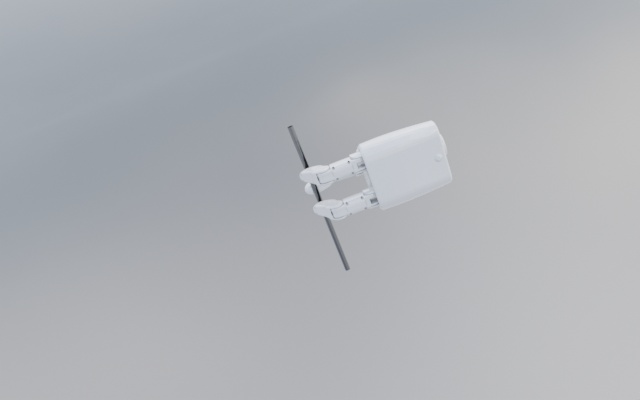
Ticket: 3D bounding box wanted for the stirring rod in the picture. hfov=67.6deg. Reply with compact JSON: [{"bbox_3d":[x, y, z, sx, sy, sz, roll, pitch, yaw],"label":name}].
[{"bbox_3d":[0.000,0.002,0.703,0.011,0.240,0.011,-19,20,7],"label":"stirring rod"}]
